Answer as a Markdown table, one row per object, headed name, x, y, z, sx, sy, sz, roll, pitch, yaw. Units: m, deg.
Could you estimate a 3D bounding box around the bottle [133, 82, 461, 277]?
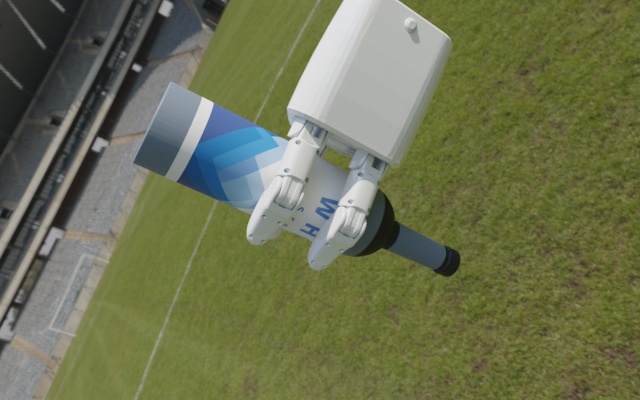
| name | x | y | z | sx | sy | sz | roll | pitch | yaw |
| --- | --- | --- | --- | --- | --- | --- | --- | --- | --- |
| bottle | 0.000 | 0.001 | 0.403 | 0.296 | 0.069 | 0.069 | 25 | -10 | -21 |
